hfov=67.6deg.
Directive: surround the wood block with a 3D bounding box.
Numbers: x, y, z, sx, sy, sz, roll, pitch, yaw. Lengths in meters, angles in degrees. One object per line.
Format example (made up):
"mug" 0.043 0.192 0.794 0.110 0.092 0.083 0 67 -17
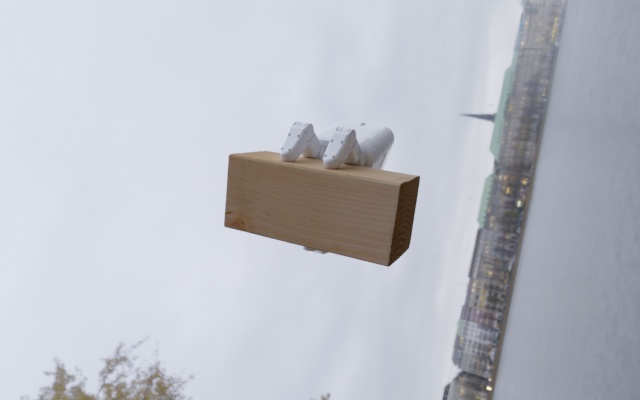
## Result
"wood block" 0.000 0.002 0.560 0.206 0.091 0.090 11 13 23
